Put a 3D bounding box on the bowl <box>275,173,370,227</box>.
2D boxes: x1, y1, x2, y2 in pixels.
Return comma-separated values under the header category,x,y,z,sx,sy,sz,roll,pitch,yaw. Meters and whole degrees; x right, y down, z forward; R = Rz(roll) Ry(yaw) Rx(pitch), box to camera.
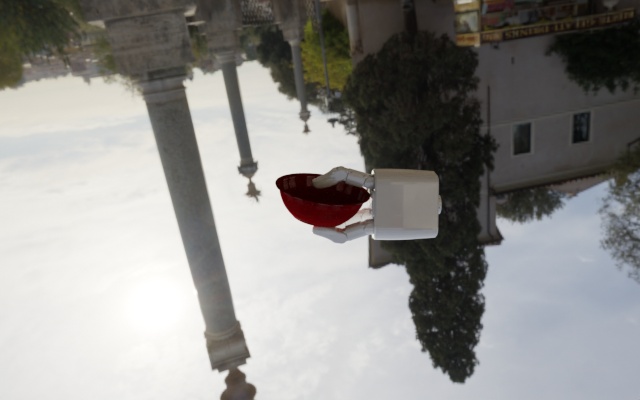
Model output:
category,x,y,z,sx,sy,sz,roll,pitch,yaw
bowl,-0.001,0.003,0.810,0.162,0.055,0.162,8,19,-3
